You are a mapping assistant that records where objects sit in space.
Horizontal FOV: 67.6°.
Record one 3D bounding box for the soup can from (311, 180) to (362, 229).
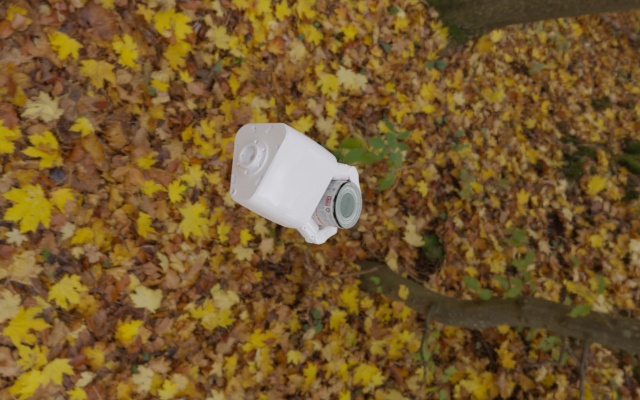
[{"bbox_3d":[0.001,0.003,0.692,0.102,0.068,0.068,6,4,38],"label":"soup can"}]
